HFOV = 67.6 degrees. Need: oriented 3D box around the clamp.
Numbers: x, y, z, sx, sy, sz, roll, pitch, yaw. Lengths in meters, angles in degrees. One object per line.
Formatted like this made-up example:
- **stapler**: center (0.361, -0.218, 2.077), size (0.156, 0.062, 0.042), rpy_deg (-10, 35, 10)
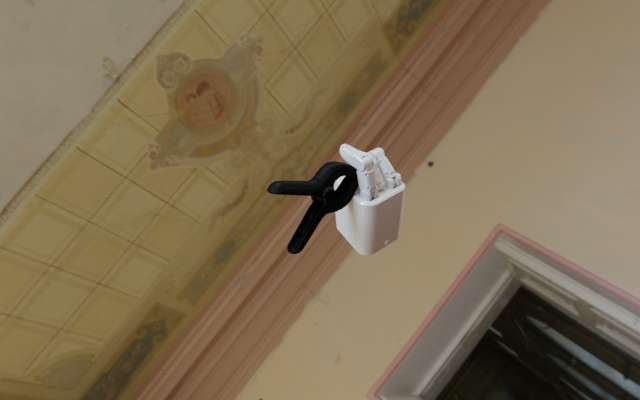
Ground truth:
- **clamp**: center (0.000, 0.002, 0.717), size (0.171, 0.120, 0.039), rpy_deg (-25, 37, -31)
